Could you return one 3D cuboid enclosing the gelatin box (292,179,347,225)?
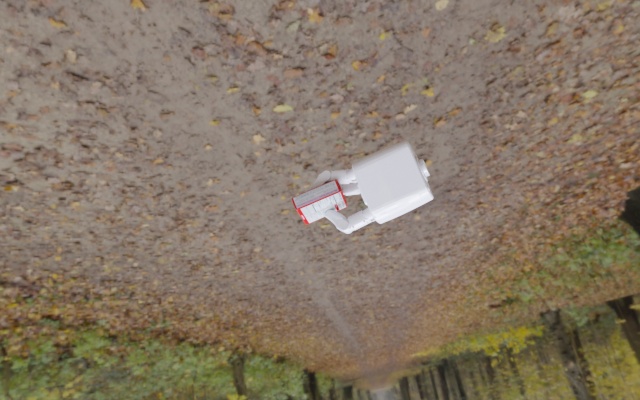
[{"bbox_3d":[0.000,0.003,0.867,0.089,0.030,0.073,-24,-26,2],"label":"gelatin box"}]
